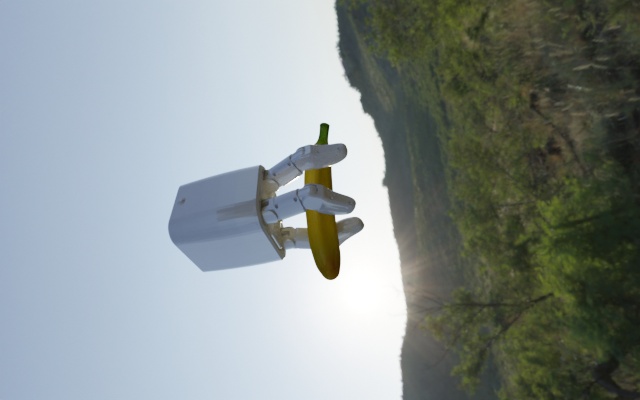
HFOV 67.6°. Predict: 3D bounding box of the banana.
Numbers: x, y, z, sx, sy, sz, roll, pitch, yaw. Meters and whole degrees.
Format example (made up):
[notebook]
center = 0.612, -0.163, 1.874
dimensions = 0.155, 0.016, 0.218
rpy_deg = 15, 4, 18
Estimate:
[banana]
center = 0.000, 0.007, 0.563
dimensions = 0.037, 0.197, 0.070
rpy_deg = -4, -27, -2
